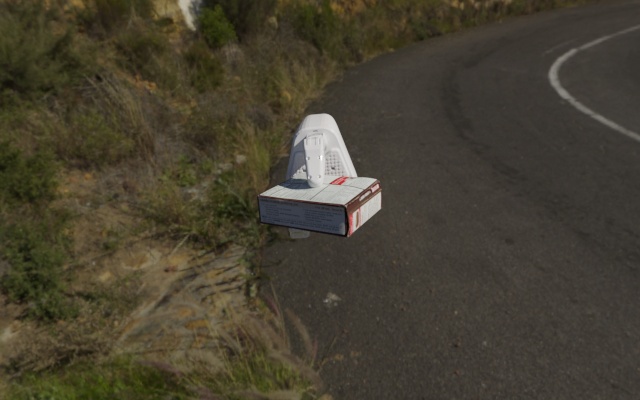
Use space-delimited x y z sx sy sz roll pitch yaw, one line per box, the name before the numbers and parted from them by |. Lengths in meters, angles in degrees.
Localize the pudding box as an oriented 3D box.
pudding box | 0.000 0.002 0.533 0.113 0.039 0.090 5 23 30
